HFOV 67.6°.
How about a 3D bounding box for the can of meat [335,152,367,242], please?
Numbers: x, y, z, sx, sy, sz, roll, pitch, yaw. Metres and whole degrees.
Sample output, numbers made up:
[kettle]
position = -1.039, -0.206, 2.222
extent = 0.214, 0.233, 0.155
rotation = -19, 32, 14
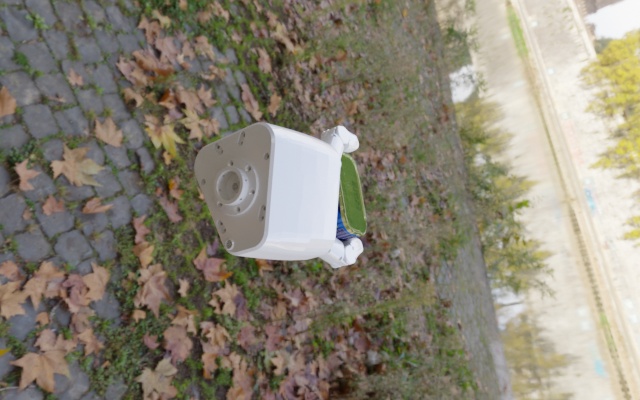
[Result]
[can of meat]
position = 0.000, 0.002, 0.539
extent = 0.084, 0.102, 0.057
rotation = -19, -19, 29
